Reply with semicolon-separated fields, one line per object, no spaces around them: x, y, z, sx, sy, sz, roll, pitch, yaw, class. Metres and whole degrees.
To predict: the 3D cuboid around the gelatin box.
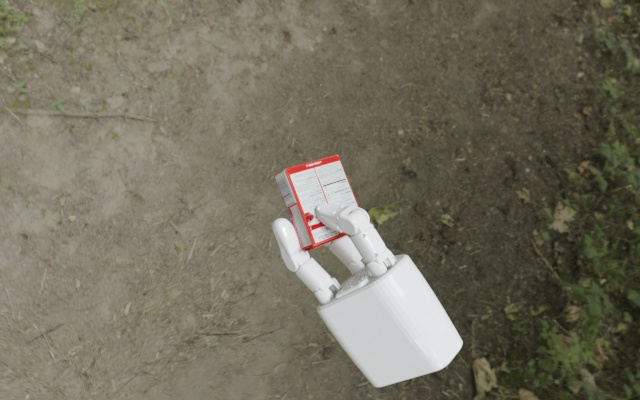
0.000;0.001;0.519;0.073;0.089;0.030;-19;-4;-33;gelatin box
